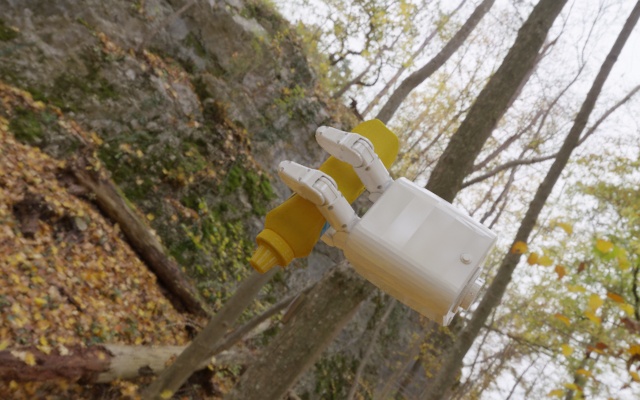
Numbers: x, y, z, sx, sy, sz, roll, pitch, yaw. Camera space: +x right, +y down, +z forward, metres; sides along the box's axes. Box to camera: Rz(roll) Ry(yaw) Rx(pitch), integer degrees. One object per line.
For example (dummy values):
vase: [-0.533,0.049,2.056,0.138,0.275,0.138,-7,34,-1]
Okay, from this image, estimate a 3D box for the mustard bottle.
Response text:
mustard bottle: [0.000,0.001,0.490,0.191,0.058,0.096,-46,-1,-24]
